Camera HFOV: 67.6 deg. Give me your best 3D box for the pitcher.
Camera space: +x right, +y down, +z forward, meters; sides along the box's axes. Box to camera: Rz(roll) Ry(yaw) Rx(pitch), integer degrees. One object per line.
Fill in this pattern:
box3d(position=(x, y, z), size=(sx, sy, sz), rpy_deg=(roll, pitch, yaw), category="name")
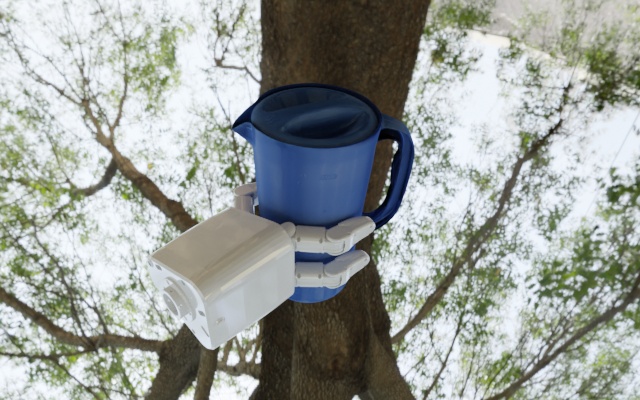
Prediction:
box3d(position=(0.000, 0.002, 0.545), size=(0.149, 0.243, 0.145), rpy_deg=(32, 47, 30), category="pitcher")
